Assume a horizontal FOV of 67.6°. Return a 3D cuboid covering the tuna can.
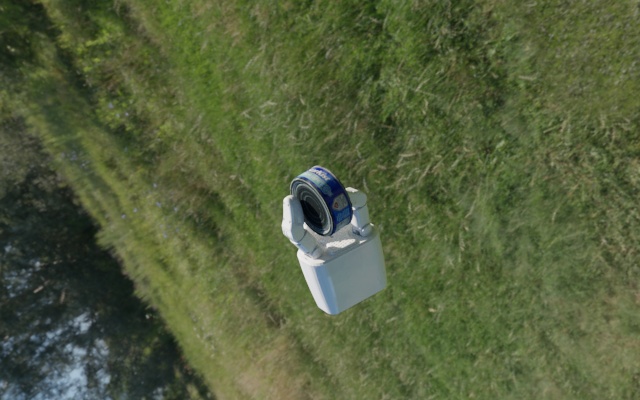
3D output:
[{"bbox_3d":[0.000,0.002,0.598,0.033,0.086,0.086,-32,15,-27],"label":"tuna can"}]
